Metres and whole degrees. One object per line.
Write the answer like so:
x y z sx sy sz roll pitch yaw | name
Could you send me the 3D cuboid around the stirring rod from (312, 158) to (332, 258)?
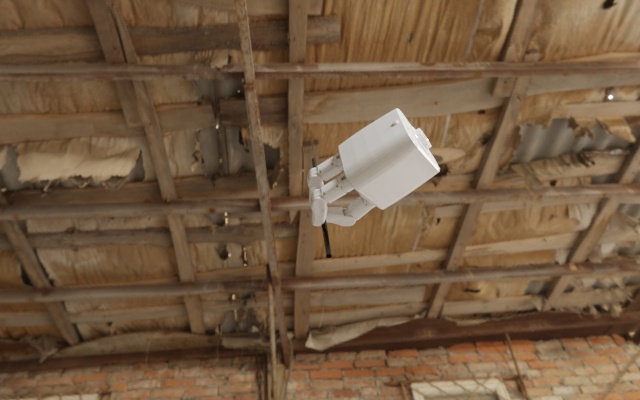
0.000 0.003 0.758 0.011 0.011 0.239 0 39 -7 | stirring rod
